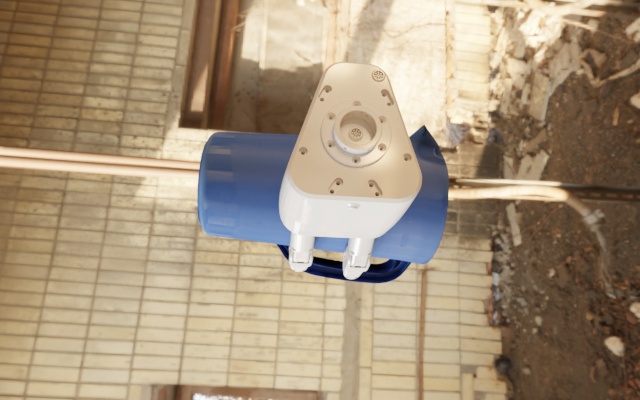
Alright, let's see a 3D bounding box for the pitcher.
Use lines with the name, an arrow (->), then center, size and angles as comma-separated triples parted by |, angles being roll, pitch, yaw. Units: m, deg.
pitcher -> 0.000, 0.002, 0.508 | 0.243, 0.149, 0.145 | 5, -17, -4
